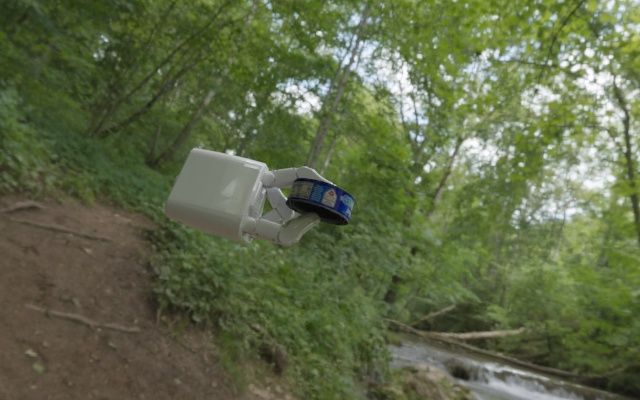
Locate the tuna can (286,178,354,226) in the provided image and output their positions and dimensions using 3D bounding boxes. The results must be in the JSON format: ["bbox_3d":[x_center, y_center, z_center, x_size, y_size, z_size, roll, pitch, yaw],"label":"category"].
[{"bbox_3d":[0.000,0.002,0.622,0.086,0.033,0.086,17,-14,4],"label":"tuna can"}]
